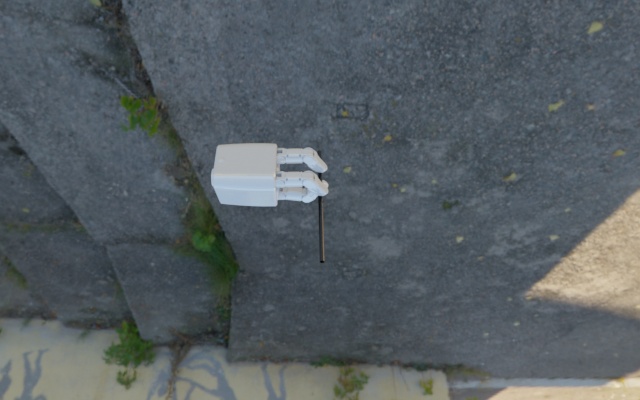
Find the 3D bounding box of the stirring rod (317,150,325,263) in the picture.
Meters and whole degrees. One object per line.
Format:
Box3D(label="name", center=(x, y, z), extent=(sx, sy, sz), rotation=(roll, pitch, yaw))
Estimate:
Box3D(label="stirring rod", center=(0.000, 0.003, 0.840), extent=(0.011, 0.239, 0.011), rotation=(-1, -37, -1))
